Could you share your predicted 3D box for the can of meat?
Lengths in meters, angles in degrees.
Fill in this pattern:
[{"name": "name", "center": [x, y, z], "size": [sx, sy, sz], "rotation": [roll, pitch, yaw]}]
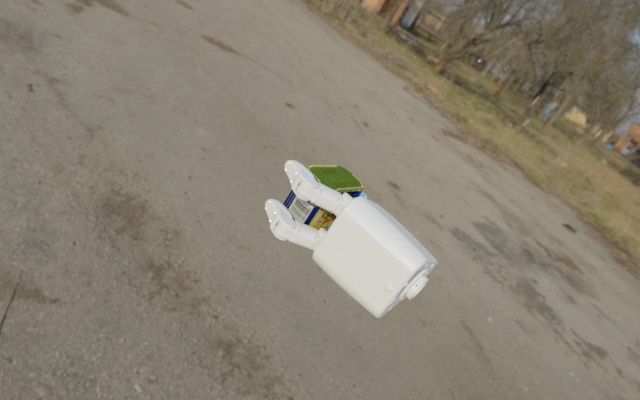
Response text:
[{"name": "can of meat", "center": [0.000, 0.002, 0.608], "size": [0.057, 0.084, 0.102], "rotation": [44, 25, 23]}]
